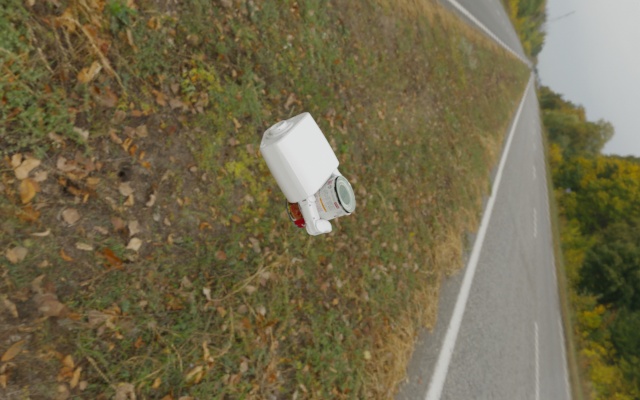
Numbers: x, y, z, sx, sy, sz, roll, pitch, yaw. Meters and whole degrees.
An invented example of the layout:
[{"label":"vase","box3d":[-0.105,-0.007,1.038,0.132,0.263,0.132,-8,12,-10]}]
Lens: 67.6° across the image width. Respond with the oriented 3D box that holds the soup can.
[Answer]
[{"label":"soup can","box3d":[0.001,0.003,0.822,0.102,0.068,0.068,-18,-8,27]}]
